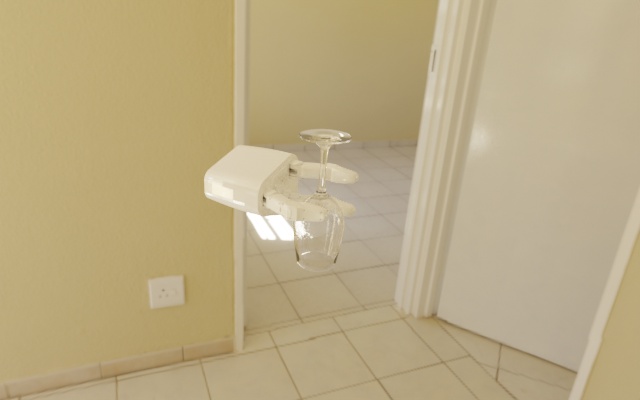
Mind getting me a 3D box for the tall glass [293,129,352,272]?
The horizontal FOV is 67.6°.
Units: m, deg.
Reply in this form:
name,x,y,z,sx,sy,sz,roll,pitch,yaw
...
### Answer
name,x,y,z,sx,sy,sz,roll,pitch,yaw
tall glass,0.000,0.002,0.696,0.079,0.201,0.079,3,22,-1
